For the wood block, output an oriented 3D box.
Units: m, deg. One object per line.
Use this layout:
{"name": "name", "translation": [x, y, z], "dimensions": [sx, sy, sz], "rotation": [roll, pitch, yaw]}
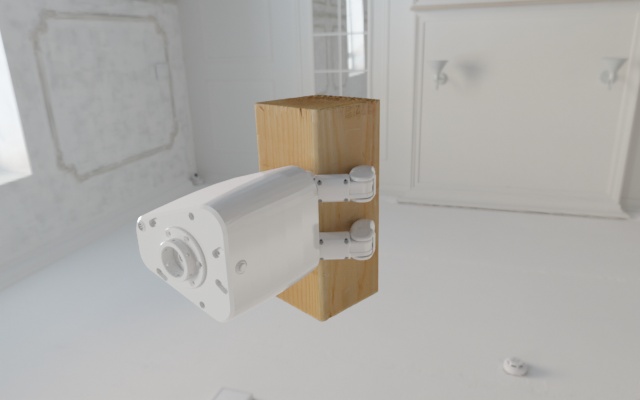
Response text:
{"name": "wood block", "translation": [0.000, 0.002, 0.490], "dimensions": [0.090, 0.206, 0.091], "rotation": [-18, 25, -41]}
